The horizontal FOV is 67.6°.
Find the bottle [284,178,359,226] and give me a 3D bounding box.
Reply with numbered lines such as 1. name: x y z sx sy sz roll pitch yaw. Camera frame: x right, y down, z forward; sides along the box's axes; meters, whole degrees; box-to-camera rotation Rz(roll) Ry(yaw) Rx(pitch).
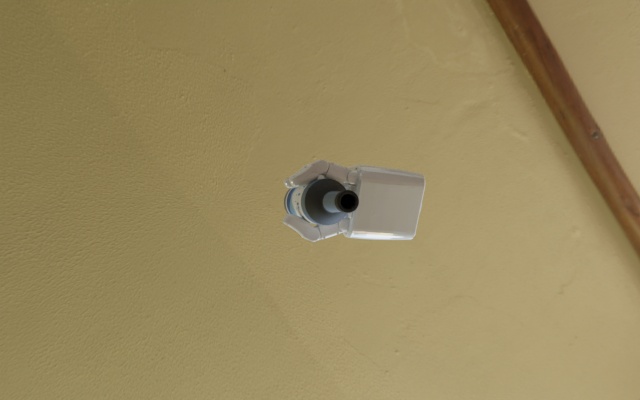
1. bottle: 0.000 0.002 0.706 0.069 0.069 0.295 0 0 -13
